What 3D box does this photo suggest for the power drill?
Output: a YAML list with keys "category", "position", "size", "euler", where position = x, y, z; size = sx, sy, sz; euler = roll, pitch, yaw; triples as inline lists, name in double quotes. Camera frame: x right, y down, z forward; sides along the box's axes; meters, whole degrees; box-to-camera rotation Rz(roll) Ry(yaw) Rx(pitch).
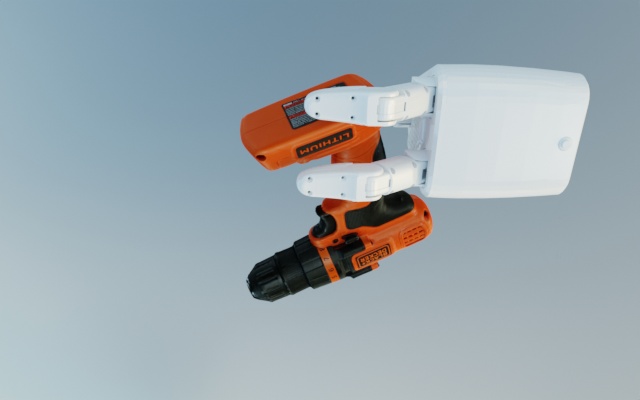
- category: "power drill"
  position: [0.000, 0.001, 0.404]
  size: [0.184, 0.188, 0.057]
  euler: [-24, 46, -4]
